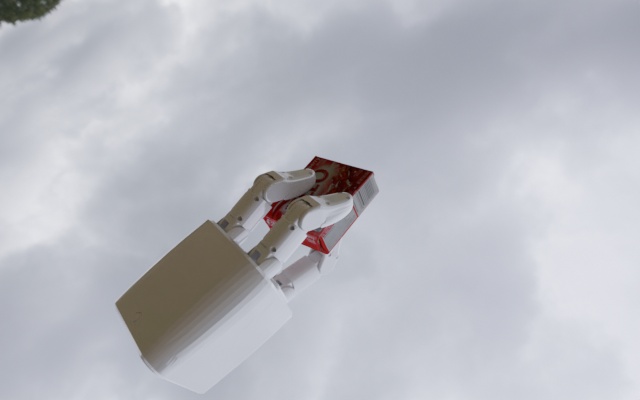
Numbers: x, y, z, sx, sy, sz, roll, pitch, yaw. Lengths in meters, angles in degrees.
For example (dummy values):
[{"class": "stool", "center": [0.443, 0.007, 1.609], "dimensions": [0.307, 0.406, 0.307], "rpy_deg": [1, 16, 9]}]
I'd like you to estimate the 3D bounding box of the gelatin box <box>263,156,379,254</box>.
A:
[{"class": "gelatin box", "center": [0.000, 0.002, 0.451], "dimensions": [0.073, 0.030, 0.089], "rpy_deg": [19, 56, 38]}]
